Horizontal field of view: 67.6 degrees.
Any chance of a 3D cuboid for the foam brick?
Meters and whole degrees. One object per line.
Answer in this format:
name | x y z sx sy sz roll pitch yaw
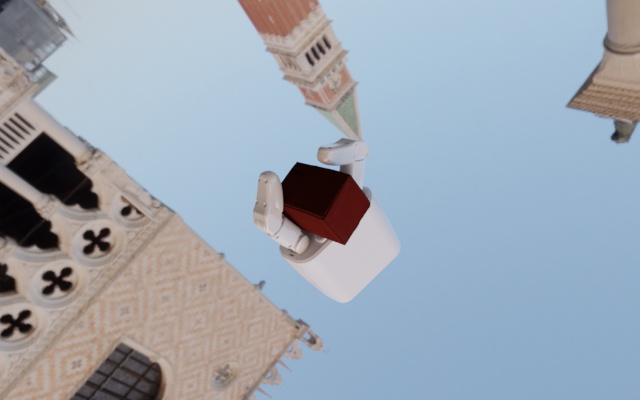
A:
foam brick | 0.000 0.002 0.477 0.078 0.053 0.051 18 -23 43
